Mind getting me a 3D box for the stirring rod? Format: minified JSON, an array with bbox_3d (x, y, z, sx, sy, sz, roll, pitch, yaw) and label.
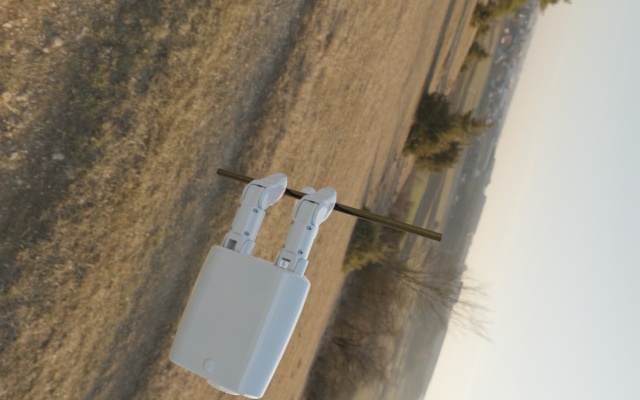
[{"bbox_3d":[0.000,0.002,0.471,0.239,0.011,0.011,17,6,19],"label":"stirring rod"}]
